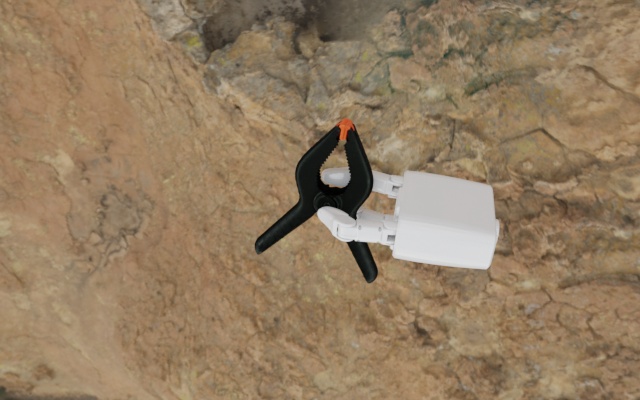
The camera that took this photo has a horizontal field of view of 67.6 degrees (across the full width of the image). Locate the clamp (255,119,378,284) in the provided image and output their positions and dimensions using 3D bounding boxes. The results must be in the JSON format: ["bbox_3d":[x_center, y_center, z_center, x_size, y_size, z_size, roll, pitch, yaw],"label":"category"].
[{"bbox_3d":[0.000,0.002,0.588,0.164,0.210,0.036,7,26,6],"label":"clamp"}]
